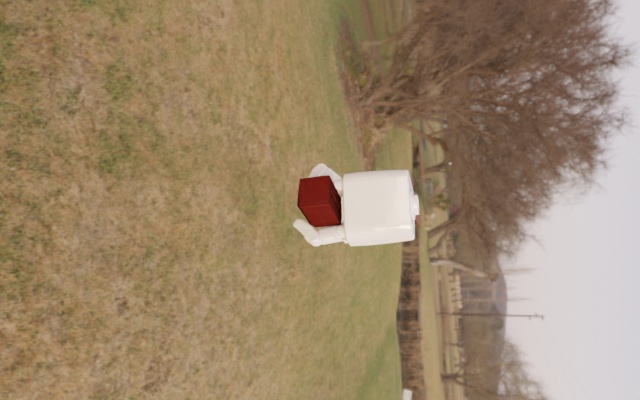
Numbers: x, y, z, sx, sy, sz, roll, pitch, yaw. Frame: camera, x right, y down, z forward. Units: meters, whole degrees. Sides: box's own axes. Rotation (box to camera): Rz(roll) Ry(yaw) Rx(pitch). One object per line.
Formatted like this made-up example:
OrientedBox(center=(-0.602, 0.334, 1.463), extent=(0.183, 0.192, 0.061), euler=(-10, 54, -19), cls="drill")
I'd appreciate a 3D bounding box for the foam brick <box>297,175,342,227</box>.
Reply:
OrientedBox(center=(0.000, 0.002, 0.768), extent=(0.051, 0.053, 0.078), euler=(-6, -30, 15), cls="foam brick")
